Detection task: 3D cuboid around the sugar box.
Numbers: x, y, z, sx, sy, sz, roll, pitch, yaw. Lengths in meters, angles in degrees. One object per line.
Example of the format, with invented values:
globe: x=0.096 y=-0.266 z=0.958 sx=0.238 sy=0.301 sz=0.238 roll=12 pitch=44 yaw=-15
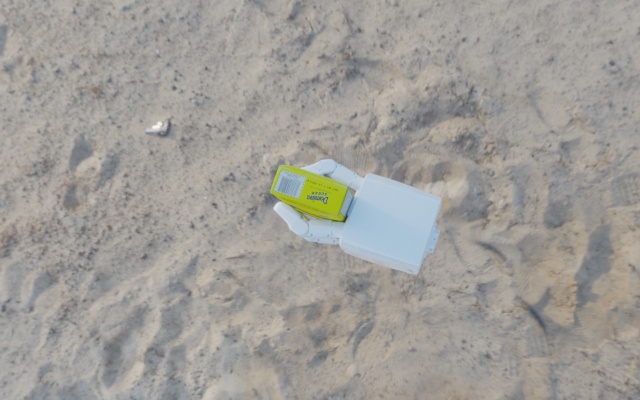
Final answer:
sugar box: x=0.000 y=0.003 z=0.661 sx=0.093 sy=0.048 sz=0.176 roll=19 pitch=-9 yaw=13
